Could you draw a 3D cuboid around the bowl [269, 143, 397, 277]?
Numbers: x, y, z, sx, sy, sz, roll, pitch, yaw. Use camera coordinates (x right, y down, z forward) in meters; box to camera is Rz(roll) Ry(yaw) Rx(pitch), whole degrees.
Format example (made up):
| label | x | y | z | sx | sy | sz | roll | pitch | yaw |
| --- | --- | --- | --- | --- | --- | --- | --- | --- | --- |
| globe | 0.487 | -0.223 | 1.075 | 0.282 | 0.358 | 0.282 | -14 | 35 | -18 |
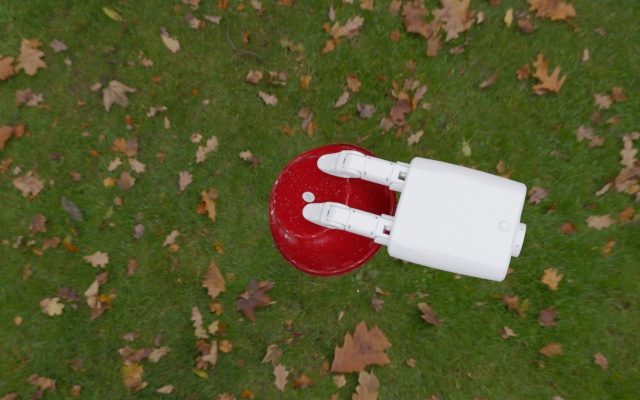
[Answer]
| label | x | y | z | sx | sy | sz | roll | pitch | yaw |
| --- | --- | --- | --- | --- | --- | --- | --- | --- | --- |
| bowl | -0.001 | 0.002 | 0.536 | 0.162 | 0.162 | 0.055 | 0 | -16 | 26 |
